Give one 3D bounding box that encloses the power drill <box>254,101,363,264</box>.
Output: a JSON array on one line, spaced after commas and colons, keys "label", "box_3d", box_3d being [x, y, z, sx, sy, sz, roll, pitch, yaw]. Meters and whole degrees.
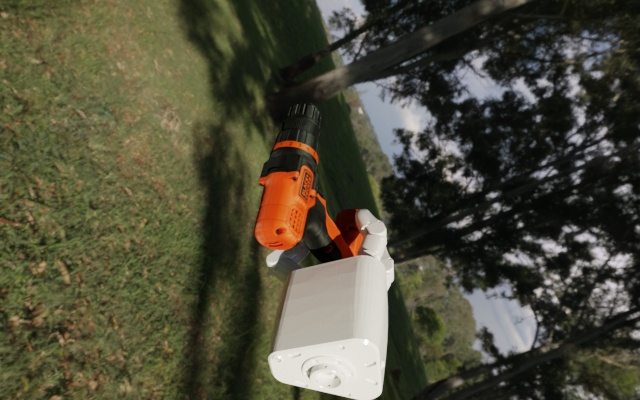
[{"label": "power drill", "box_3d": [0.000, 0.002, 0.561, 0.057, 0.184, 0.188, -8, -36, 31]}]
